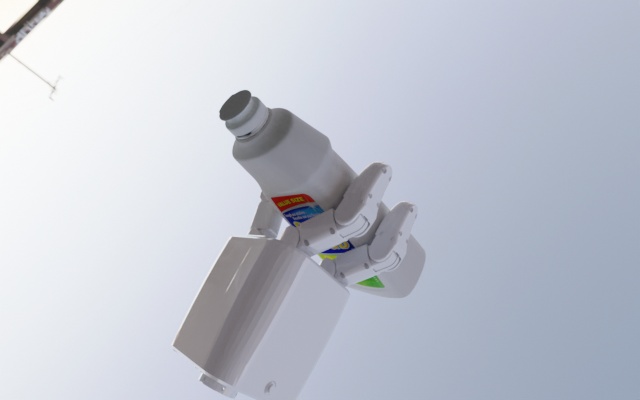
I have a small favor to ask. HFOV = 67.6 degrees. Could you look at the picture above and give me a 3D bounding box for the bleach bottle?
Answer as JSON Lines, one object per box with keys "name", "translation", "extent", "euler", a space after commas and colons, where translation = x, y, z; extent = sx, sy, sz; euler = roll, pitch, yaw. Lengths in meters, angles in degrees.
{"name": "bleach bottle", "translation": [0.000, 0.001, 0.414], "extent": [0.102, 0.068, 0.251], "euler": [9, -27, 42]}
